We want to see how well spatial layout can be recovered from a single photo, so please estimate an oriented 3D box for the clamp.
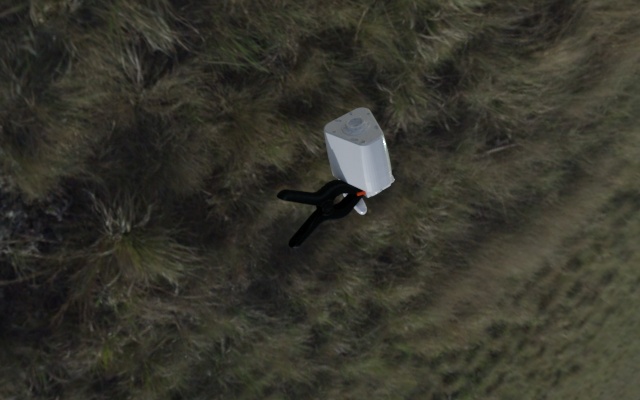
[{"bbox_3d":[0.001,0.003,0.863,0.171,0.120,0.039,-32,42,-16],"label":"clamp"}]
